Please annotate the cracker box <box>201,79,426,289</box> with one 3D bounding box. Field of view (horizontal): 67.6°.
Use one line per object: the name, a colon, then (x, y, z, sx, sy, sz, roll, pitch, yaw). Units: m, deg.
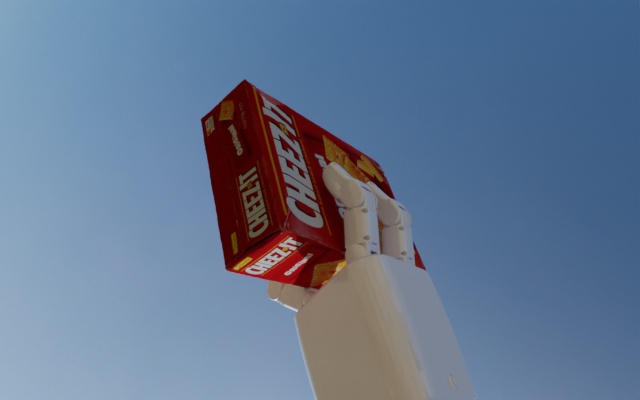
cracker box: (0.000, 0.002, 0.459, 0.072, 0.164, 0.214, -36, -38, 25)
